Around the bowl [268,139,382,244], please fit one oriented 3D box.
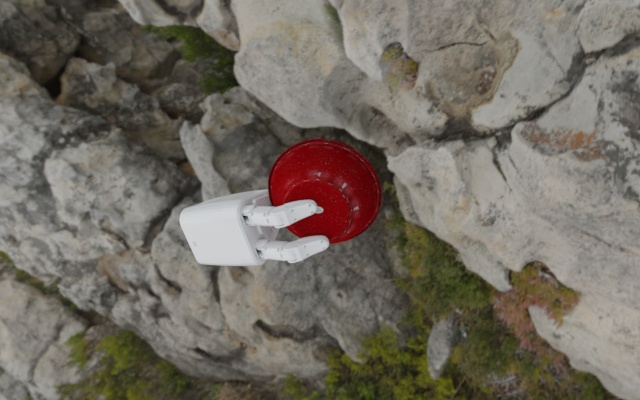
[{"bbox_3d":[0.001,0.002,0.641,0.162,0.162,0.055,0,28,12],"label":"bowl"}]
